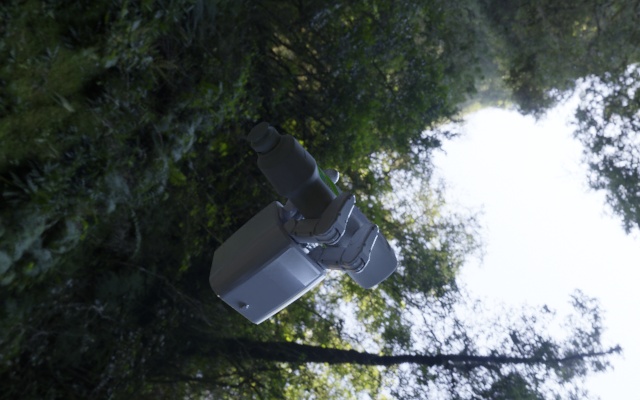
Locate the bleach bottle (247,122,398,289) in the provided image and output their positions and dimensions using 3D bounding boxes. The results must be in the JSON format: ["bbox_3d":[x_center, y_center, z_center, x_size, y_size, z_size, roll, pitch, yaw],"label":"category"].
[{"bbox_3d":[0.000,0.002,0.572,0.068,0.251,0.102,-38,35,4],"label":"bleach bottle"}]
